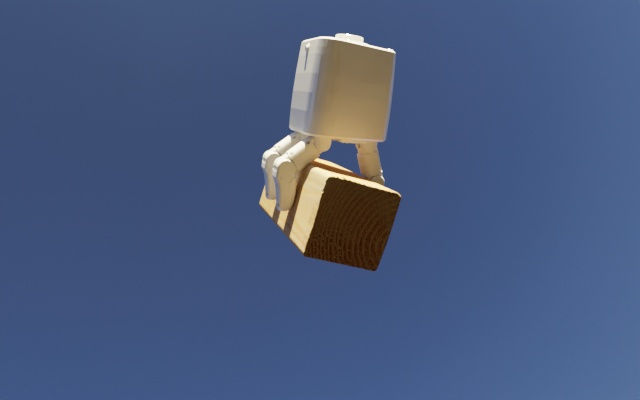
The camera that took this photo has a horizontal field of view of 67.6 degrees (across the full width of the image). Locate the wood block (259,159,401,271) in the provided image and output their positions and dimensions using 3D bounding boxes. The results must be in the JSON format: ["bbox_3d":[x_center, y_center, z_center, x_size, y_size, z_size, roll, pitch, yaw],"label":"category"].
[{"bbox_3d":[0.000,0.002,0.585,0.091,0.090,0.206,14,9,-22],"label":"wood block"}]
